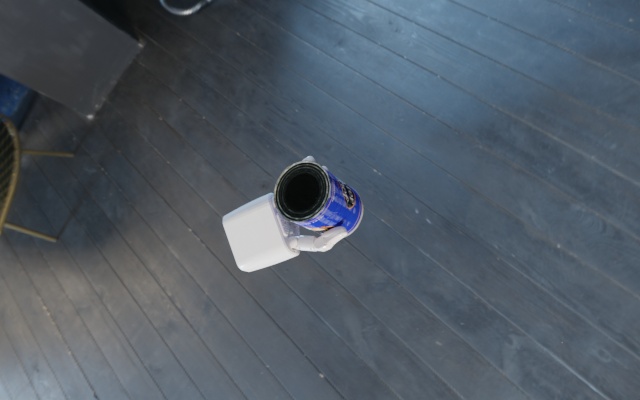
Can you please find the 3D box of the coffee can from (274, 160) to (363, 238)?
[{"bbox_3d":[0.000,0.003,0.810,0.103,0.102,0.140,0,-15,27],"label":"coffee can"}]
